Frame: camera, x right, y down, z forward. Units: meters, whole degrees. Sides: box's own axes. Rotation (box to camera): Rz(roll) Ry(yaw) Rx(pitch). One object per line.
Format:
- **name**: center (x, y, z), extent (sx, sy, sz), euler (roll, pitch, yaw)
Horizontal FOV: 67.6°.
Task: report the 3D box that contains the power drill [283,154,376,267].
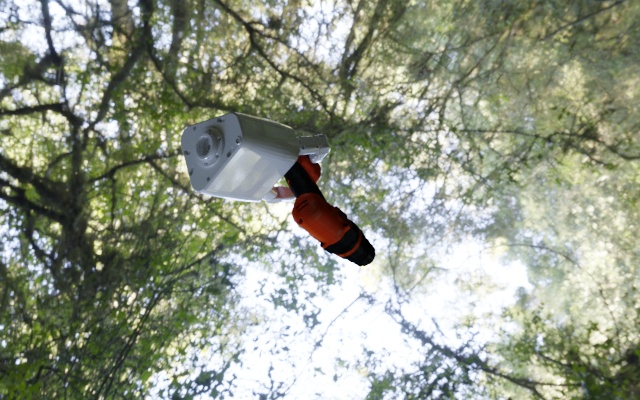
- **power drill**: center (0.000, 0.002, 0.697), extent (0.057, 0.187, 0.184), euler (-39, -42, 7)
